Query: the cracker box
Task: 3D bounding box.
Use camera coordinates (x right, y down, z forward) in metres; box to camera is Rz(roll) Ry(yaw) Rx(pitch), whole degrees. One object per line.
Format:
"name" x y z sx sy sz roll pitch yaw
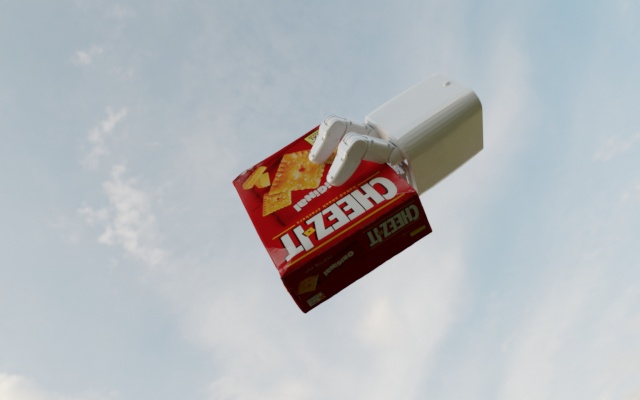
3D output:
"cracker box" 0.000 0.002 0.564 0.164 0.072 0.213 -32 37 -4
